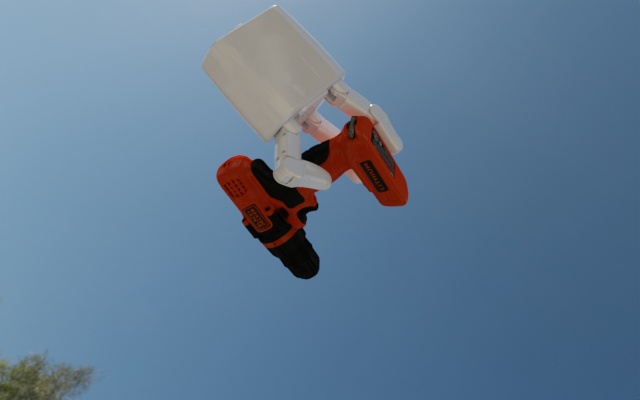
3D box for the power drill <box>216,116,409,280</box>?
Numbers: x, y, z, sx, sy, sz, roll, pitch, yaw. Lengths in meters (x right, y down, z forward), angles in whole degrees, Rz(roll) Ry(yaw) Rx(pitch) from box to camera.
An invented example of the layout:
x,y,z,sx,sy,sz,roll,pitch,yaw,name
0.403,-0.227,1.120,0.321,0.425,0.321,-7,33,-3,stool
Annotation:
x,y,z,sx,sy,sz,roll,pitch,yaw,name
0.000,0.001,0.544,0.188,0.184,0.057,-24,29,21,power drill
